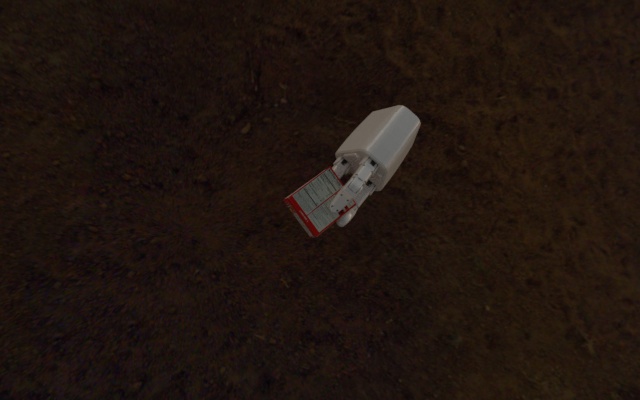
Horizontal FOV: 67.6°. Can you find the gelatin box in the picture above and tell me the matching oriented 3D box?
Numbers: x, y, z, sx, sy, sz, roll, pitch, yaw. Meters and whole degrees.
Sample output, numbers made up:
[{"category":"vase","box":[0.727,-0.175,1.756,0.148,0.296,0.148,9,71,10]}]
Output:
[{"category":"gelatin box","box":[0.000,0.003,0.732,0.089,0.073,0.030,-38,6,-21]}]
